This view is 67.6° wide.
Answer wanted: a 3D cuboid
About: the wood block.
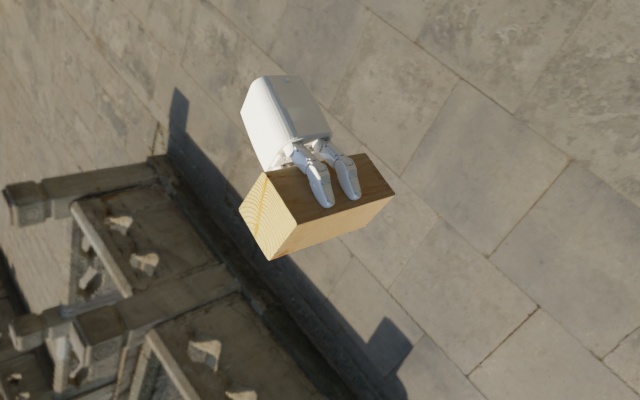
[{"bbox_3d":[0.000,0.002,0.699,0.206,0.090,0.091,-15,-26,-43],"label":"wood block"}]
